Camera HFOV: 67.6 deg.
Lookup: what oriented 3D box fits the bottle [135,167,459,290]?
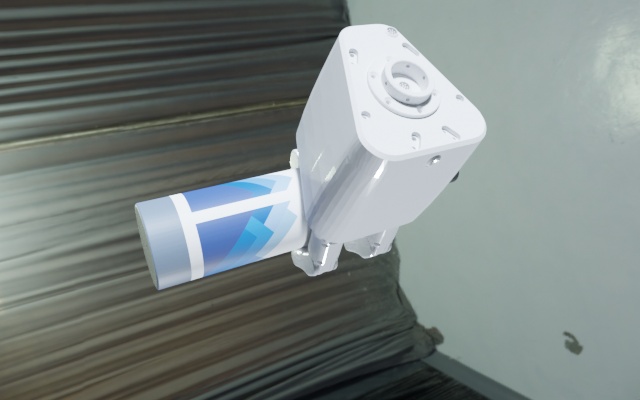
[{"bbox_3d":[0.000,0.001,0.416,0.295,0.069,0.069,-14,6,-25],"label":"bottle"}]
